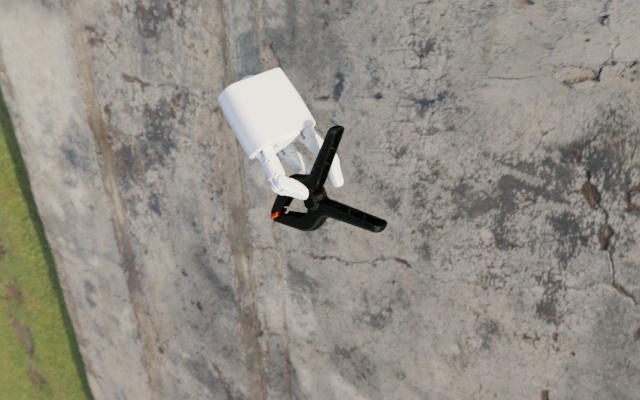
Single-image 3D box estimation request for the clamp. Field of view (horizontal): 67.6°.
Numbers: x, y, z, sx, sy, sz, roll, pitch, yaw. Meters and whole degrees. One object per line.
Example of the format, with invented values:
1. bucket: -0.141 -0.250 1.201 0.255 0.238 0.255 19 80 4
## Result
1. clamp: -0.001 0.003 0.738 0.210 0.164 0.036 -32 -5 42
